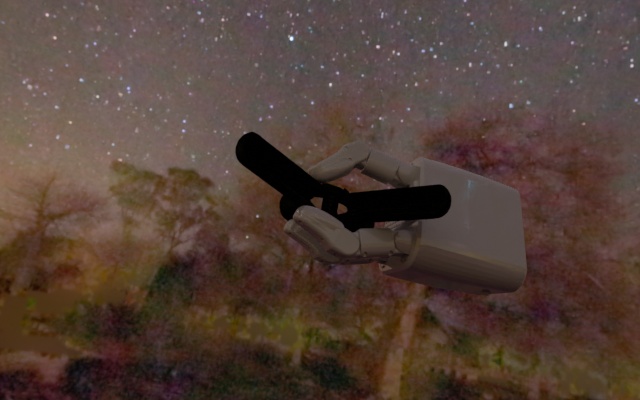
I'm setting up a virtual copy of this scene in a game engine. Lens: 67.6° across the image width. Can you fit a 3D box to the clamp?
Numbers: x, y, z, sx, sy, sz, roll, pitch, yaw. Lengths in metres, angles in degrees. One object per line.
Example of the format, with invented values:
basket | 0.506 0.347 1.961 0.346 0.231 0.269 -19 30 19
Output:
clamp | 0.000 0.001 0.436 0.164 0.036 0.210 19 -17 -7
